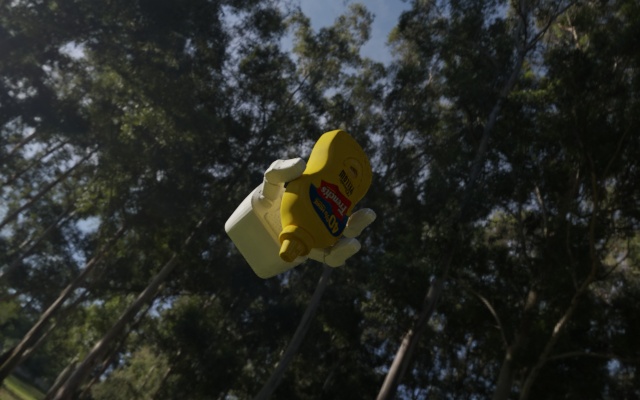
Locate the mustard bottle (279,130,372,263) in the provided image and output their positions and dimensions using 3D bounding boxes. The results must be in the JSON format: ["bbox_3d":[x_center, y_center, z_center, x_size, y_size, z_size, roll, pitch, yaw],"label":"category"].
[{"bbox_3d":[0.000,0.002,0.600,0.058,0.096,0.191,-7,37,39],"label":"mustard bottle"}]
